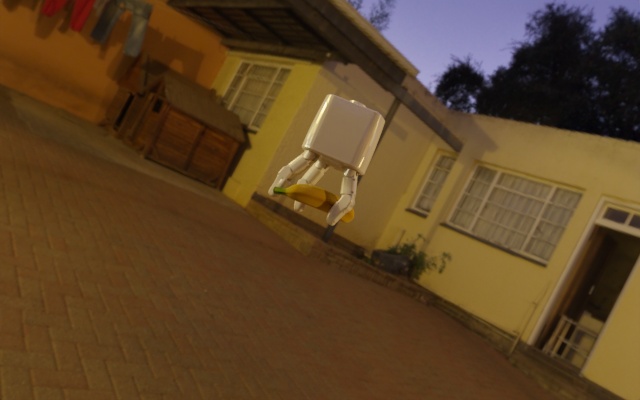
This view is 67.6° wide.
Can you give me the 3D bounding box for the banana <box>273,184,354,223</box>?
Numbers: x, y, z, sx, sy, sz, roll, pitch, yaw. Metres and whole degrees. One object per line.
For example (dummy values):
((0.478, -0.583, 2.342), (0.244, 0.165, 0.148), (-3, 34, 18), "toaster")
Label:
((0.010, 0.005, 0.852), (0.198, 0.037, 0.069), (25, -7, -43), "banana")
